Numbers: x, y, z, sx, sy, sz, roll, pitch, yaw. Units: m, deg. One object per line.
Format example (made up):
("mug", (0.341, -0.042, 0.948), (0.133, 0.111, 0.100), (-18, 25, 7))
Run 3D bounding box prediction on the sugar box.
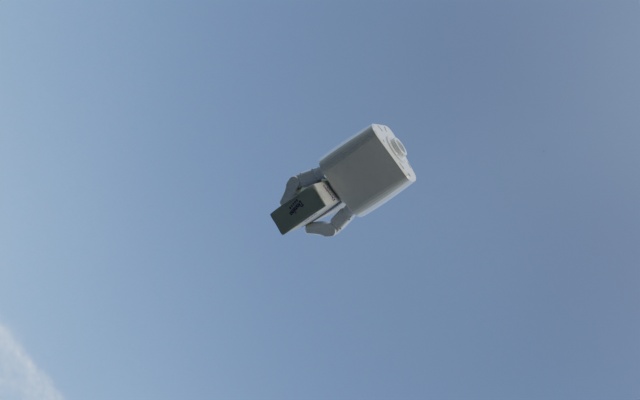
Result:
("sugar box", (0.000, 0.002, 0.792), (0.093, 0.048, 0.176), (-34, -9, 24))
